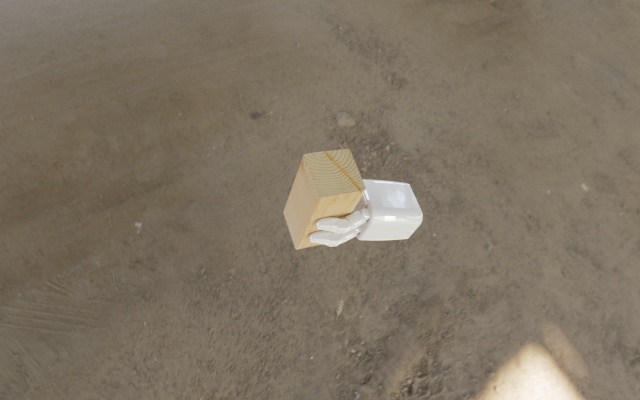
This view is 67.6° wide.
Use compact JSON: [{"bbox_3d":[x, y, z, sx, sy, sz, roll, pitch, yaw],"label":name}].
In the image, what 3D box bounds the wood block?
[{"bbox_3d":[0.000,0.003,0.897,0.090,0.090,0.206,-9,-27,-21],"label":"wood block"}]
